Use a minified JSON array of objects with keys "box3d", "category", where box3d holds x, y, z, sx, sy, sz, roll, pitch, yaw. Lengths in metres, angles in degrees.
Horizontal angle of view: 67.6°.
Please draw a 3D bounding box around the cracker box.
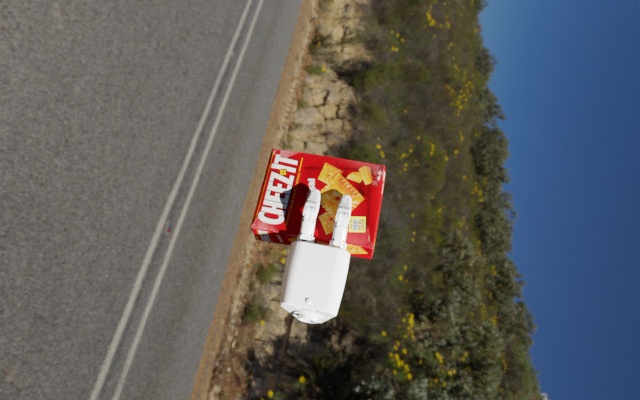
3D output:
[{"box3d":[0.000,0.003,0.856,0.213,0.164,0.072,10,-24,6],"category":"cracker box"}]
